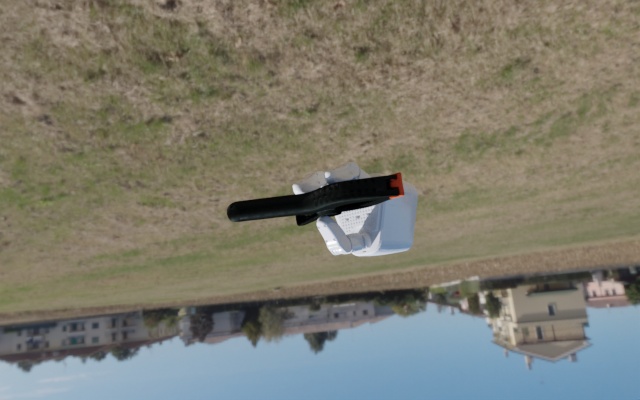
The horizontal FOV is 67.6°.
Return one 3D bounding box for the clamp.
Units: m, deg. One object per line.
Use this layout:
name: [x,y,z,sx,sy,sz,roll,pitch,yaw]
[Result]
clamp: [0.001,0.003,0.596,0.210,0.036,0.164,-15,-11,36]
